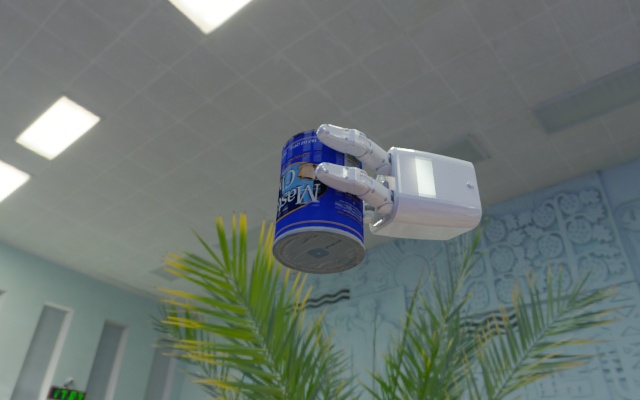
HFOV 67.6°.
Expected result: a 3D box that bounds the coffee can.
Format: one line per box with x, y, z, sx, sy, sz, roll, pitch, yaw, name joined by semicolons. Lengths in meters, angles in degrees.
0.000;0.002;0.565;0.103;0.140;0.103;1;-33;1;coffee can
